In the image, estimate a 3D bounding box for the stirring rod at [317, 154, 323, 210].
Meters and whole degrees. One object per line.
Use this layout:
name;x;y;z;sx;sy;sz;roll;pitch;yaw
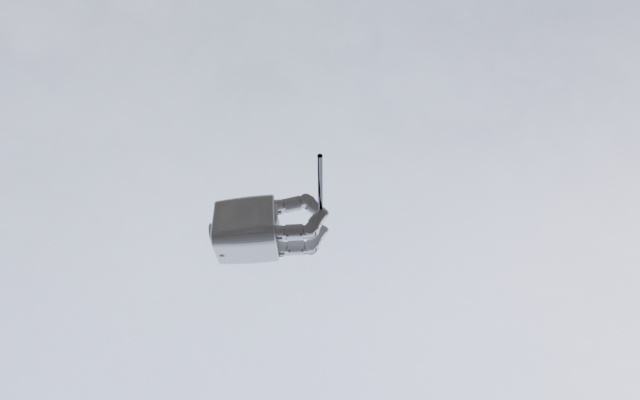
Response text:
stirring rod;0.000;0.002;0.794;0.011;0.011;0.240;0;-34;1
